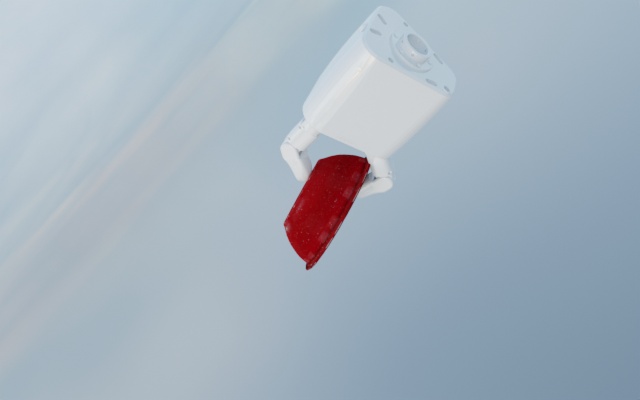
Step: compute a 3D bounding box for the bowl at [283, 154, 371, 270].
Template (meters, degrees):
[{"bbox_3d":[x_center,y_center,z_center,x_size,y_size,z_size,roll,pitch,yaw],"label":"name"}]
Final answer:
[{"bbox_3d":[-0.001,0.003,0.585,0.055,0.162,0.162,29,-2,-3],"label":"bowl"}]
